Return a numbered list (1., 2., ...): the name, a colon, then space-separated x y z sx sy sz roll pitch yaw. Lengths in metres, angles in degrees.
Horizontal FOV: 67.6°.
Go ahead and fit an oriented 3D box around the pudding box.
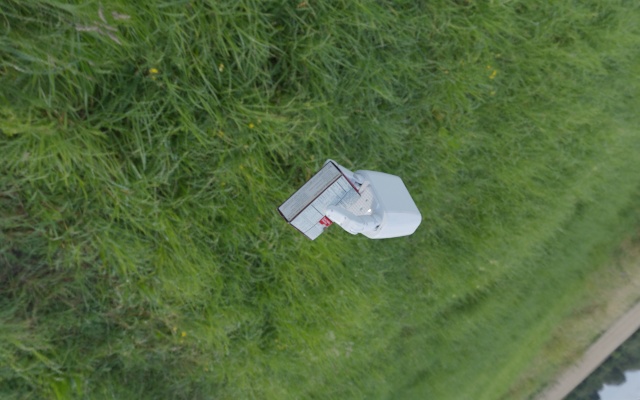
1. pudding box: 0.000 0.003 0.740 0.039 0.113 0.090 48 2 33
